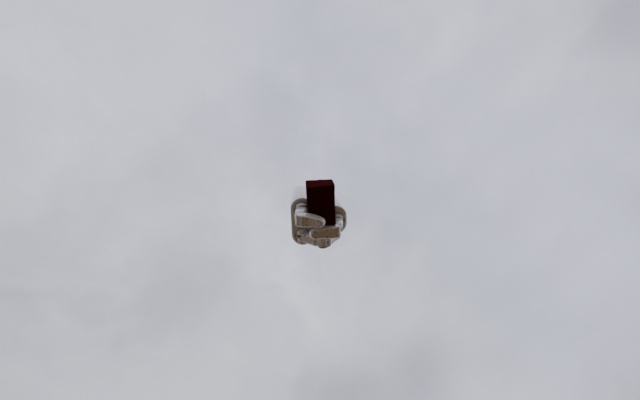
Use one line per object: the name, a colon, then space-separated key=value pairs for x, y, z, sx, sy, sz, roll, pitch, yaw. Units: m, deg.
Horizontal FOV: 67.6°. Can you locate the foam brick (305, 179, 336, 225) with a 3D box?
foam brick: x=0.000 y=0.003 z=0.897 sx=0.053 sy=0.078 sz=0.051 roll=-3 pitch=18 yaw=-3
